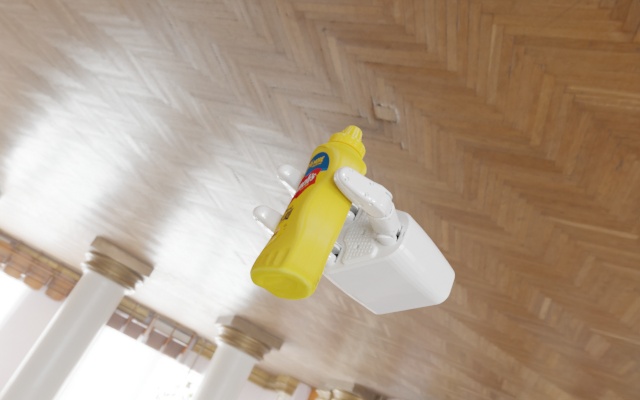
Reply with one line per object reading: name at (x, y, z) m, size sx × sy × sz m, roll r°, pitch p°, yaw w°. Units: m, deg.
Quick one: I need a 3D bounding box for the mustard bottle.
mustard bottle at (0.000, 0.002, 0.477) m, size 0.058 × 0.191 × 0.096 m, roll 32°, pitch -27°, yaw -11°
